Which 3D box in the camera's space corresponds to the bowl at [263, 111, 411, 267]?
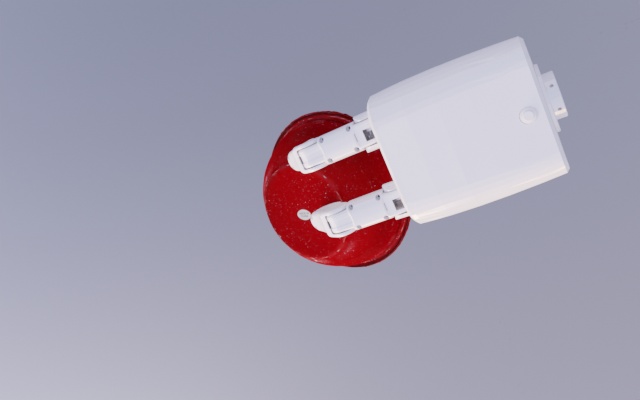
[{"bbox_3d":[-0.001,0.002,0.448,0.162,0.162,0.055,0,21,36],"label":"bowl"}]
